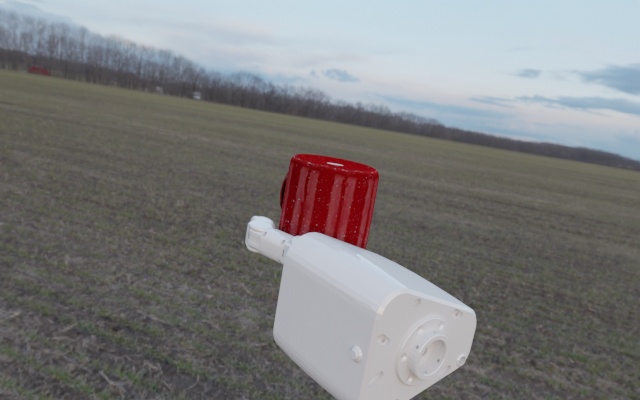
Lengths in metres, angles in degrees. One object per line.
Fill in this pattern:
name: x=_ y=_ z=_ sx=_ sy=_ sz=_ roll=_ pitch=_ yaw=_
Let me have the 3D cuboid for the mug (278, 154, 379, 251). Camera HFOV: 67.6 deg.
mug: x=-0.001 y=0.001 z=0.446 sx=0.093 sy=0.081 sz=0.117 roll=2 pitch=14 yaw=-37
